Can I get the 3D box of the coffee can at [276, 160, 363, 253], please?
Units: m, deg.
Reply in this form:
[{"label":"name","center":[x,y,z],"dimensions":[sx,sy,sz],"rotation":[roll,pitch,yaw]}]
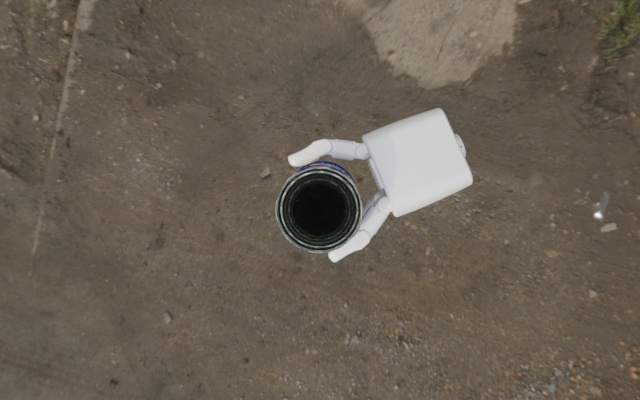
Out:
[{"label":"coffee can","center":[0.000,0.002,0.621],"dimensions":[0.103,0.103,0.140],"rotation":[0,8,1]}]
